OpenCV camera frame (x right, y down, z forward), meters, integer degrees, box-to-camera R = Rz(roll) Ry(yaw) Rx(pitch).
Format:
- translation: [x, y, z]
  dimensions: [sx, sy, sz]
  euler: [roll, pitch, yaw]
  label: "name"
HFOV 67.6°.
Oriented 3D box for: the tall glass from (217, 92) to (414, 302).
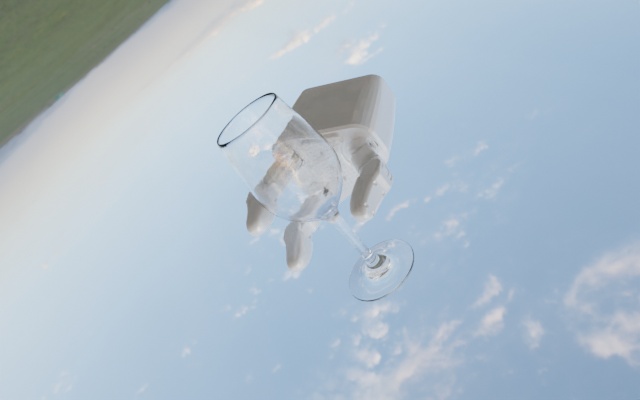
- translation: [0.000, 0.002, 0.421]
  dimensions: [0.079, 0.079, 0.201]
  euler: [0, -41, 52]
  label: "tall glass"
